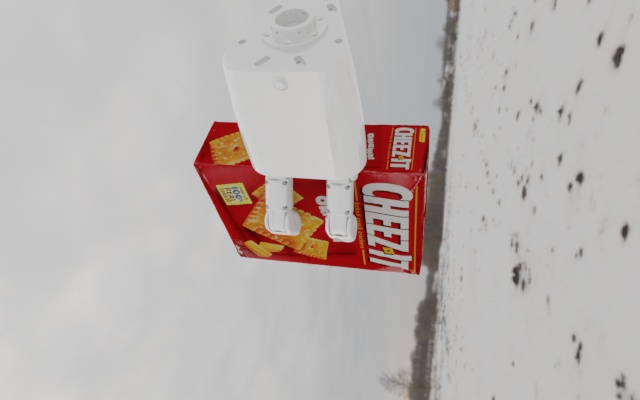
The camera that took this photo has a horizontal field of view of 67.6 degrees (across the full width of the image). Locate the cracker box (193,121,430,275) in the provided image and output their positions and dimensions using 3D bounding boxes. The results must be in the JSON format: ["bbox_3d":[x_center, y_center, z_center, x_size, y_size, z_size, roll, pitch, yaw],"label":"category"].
[{"bbox_3d":[0.000,0.001,0.496,0.213,0.072,0.164,4,-39,14],"label":"cracker box"}]
